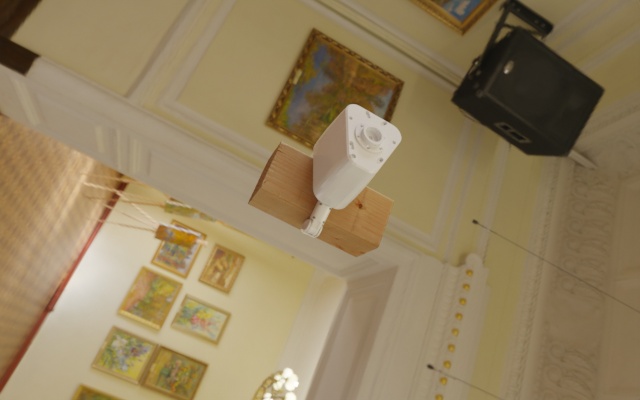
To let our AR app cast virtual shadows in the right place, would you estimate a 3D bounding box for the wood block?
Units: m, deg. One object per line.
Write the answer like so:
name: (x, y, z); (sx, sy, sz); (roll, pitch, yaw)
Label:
wood block: (0.000, 0.003, 0.774); (0.206, 0.090, 0.090); (27, -24, -11)
